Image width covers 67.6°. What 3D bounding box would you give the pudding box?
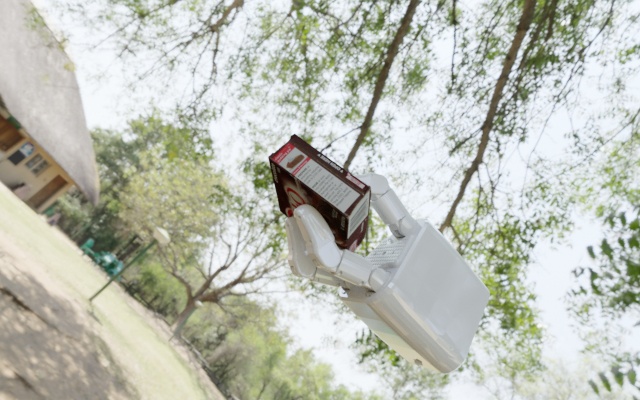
[{"bbox_3d":[0.000,0.001,0.446,0.090,0.039,0.114,36,-22,17],"label":"pudding box"}]
